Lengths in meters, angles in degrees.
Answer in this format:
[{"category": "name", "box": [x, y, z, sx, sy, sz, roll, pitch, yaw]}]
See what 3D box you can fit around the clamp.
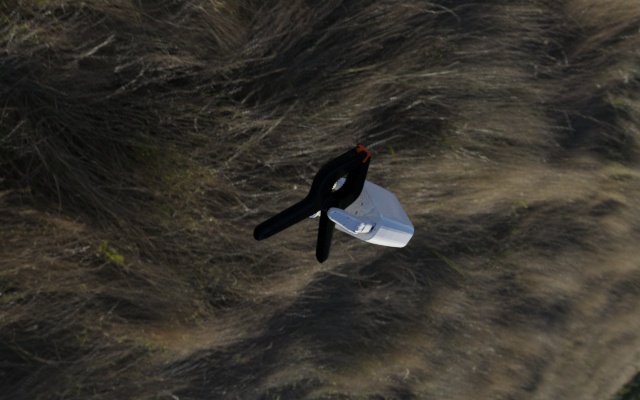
[{"category": "clamp", "box": [0.001, 0.002, 0.738, 0.164, 0.210, 0.036, 17, 21, -45]}]
